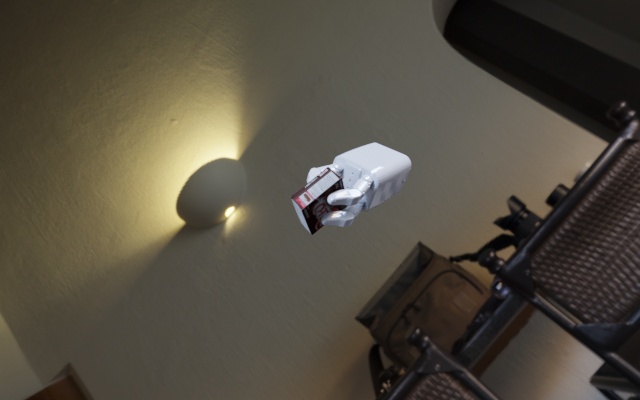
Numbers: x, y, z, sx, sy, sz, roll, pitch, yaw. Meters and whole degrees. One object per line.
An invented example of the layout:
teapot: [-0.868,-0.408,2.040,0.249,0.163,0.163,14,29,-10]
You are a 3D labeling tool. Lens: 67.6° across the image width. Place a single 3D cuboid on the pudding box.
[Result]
pudding box: [0.000,0.003,0.846,0.039,0.090,0.114,44,-12,27]
